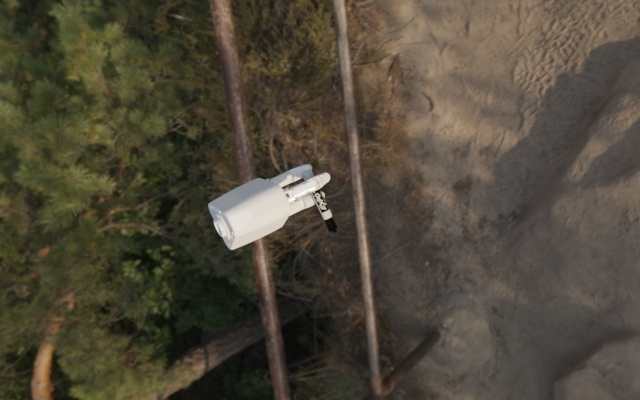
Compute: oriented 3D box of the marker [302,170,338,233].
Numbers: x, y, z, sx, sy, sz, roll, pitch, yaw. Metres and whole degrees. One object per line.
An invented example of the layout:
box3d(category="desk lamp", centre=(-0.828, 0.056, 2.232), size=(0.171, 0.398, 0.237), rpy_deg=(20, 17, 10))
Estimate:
box3d(category="marker", centre=(0.000, 0.003, 0.856), size=(0.020, 0.121, 0.020), rpy_deg=(-25, 5, 2))
